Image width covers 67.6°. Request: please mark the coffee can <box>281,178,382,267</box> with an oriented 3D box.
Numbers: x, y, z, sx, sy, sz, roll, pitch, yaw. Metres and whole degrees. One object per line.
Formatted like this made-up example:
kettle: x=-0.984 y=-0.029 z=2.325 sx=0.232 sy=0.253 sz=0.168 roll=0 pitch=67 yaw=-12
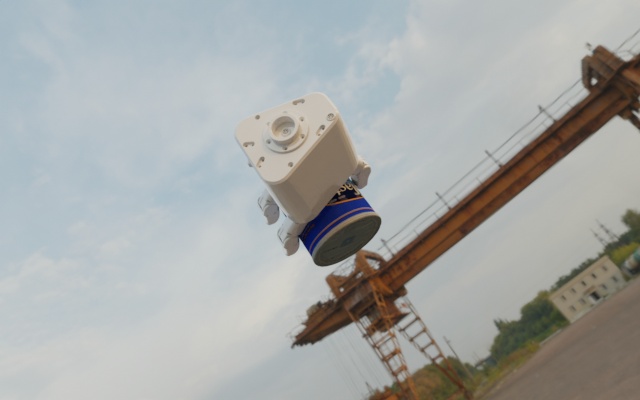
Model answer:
coffee can: x=0.000 y=0.002 z=0.638 sx=0.103 sy=0.140 sz=0.103 roll=-27 pitch=-27 yaw=-16
